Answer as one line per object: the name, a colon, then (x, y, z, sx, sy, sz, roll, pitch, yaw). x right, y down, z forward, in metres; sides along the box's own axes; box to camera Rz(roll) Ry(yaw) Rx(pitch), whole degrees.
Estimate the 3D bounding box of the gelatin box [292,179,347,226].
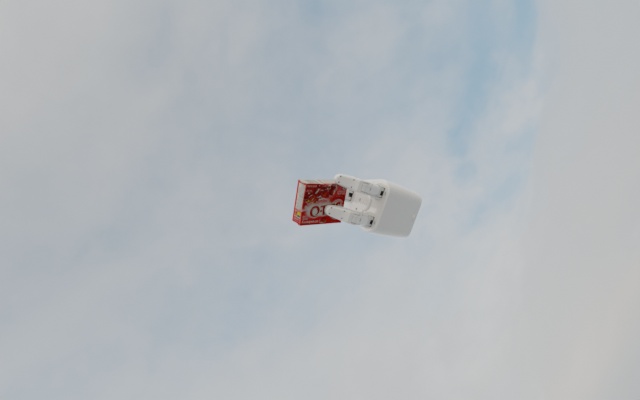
gelatin box: (0.000, 0.002, 0.807, 0.089, 0.073, 0.030, -1, 19, -36)
